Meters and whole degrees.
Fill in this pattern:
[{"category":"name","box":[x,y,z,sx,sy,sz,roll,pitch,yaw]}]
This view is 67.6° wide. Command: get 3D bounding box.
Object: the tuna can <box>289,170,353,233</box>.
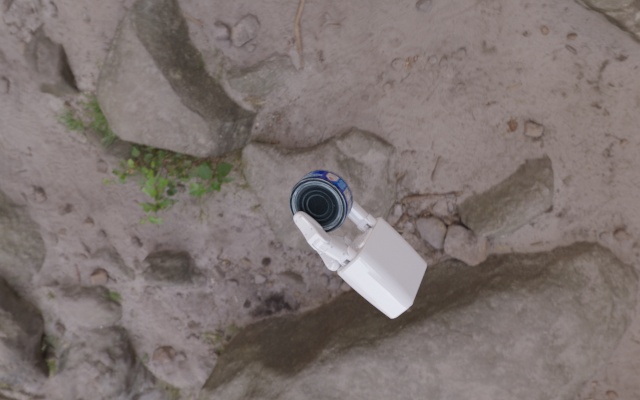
[{"category":"tuna can","box":[0.000,0.002,0.669,0.086,0.086,0.033,0,22,19]}]
